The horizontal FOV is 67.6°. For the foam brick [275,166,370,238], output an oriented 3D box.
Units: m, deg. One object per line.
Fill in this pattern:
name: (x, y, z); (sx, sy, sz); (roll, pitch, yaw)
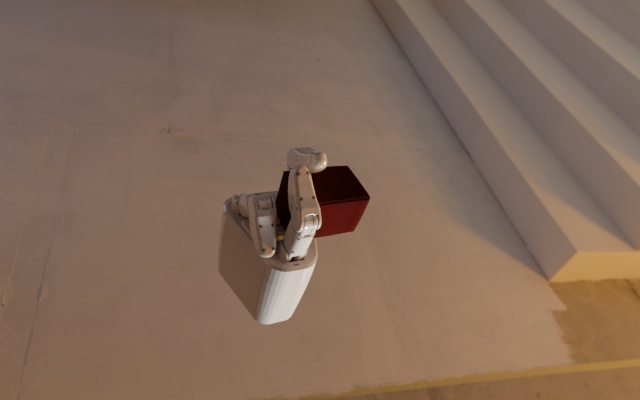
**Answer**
foam brick: (0.000, 0.002, 0.491); (0.078, 0.051, 0.053); (-7, 47, -26)
